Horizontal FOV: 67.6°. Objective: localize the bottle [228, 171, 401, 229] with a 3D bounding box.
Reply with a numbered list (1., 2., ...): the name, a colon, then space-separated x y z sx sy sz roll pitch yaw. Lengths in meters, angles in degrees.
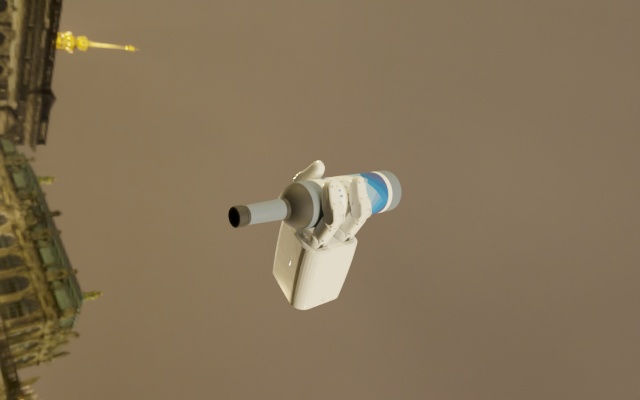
1. bottle: 0.000 0.002 0.683 0.295 0.069 0.069 -10 7 -43
